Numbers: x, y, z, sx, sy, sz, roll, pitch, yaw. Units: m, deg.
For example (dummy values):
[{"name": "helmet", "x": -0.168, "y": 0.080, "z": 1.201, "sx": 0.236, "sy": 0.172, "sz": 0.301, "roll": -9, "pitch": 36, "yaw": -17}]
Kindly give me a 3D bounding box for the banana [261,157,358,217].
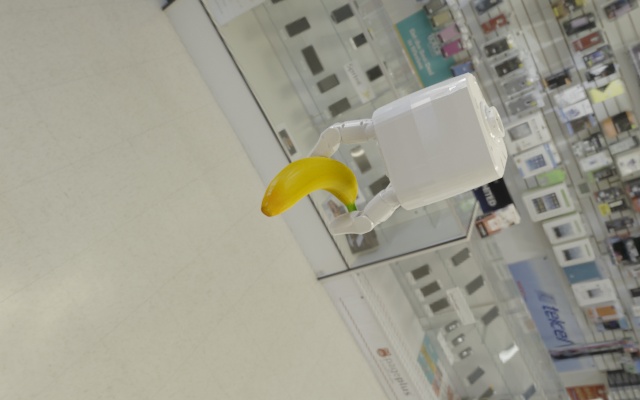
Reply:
[{"name": "banana", "x": -0.002, "y": -0.016, "z": 0.532, "sx": 0.037, "sy": 0.069, "sz": 0.198, "roll": -17, "pitch": -11, "yaw": 30}]
